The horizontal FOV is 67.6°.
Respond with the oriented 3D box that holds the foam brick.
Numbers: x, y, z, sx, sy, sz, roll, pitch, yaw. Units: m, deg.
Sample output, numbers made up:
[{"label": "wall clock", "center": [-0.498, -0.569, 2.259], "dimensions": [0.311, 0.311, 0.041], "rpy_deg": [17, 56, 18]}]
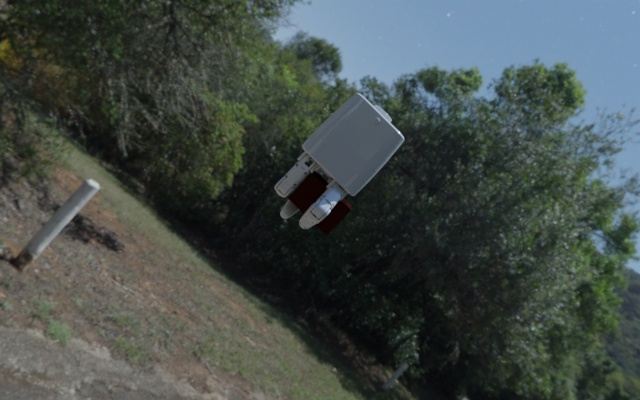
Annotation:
[{"label": "foam brick", "center": [0.000, 0.002, 0.680], "dimensions": [0.078, 0.051, 0.053], "rpy_deg": [44, 6, -3]}]
